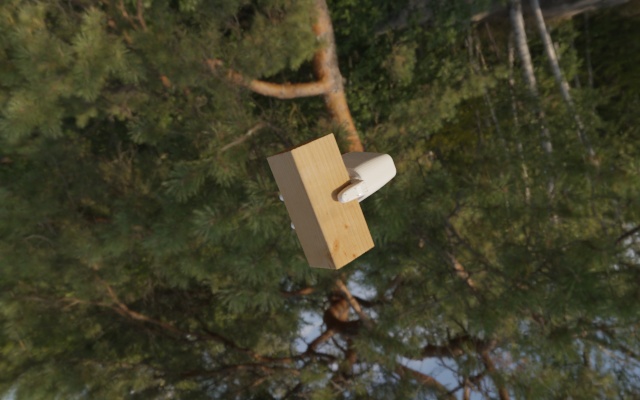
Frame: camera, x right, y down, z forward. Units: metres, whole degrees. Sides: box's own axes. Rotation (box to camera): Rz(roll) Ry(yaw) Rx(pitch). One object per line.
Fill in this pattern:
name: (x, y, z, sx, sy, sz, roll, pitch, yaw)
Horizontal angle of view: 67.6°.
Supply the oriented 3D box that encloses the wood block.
wood block: (0.001, 0.003, 0.811, 0.090, 0.206, 0.091, -27, 11, -32)
